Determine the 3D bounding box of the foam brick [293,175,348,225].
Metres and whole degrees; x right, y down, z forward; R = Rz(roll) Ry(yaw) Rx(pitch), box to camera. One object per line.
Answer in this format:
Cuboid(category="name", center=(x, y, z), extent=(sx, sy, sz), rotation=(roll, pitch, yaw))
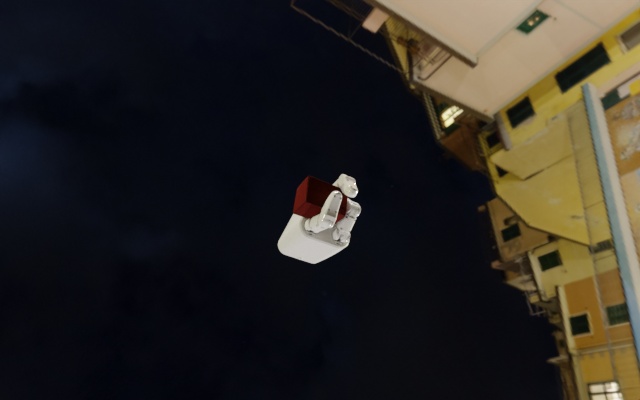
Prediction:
Cuboid(category="foam brick", center=(0.000, 0.002, 0.804), extent=(0.078, 0.053, 0.051), rotation=(21, -32, -21))
